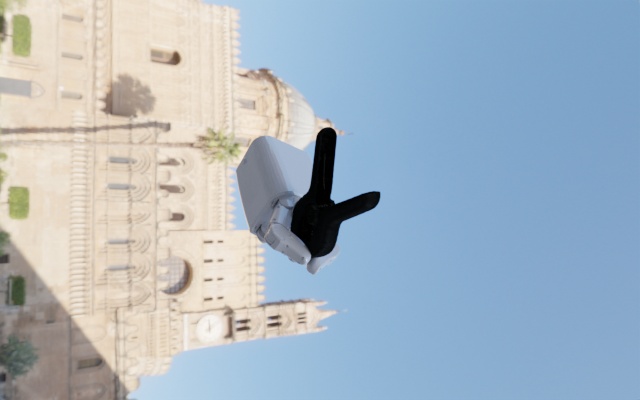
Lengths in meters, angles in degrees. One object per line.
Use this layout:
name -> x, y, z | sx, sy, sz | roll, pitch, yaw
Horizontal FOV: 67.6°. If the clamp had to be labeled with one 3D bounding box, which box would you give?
clamp -> 0.001, 0.002, 0.566 | 0.039, 0.120, 0.171 | 5, -39, -33
